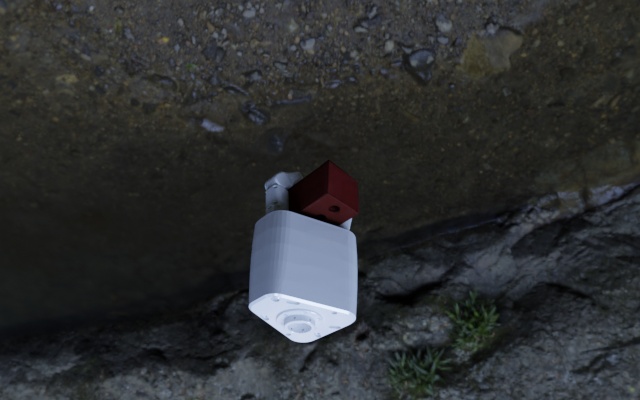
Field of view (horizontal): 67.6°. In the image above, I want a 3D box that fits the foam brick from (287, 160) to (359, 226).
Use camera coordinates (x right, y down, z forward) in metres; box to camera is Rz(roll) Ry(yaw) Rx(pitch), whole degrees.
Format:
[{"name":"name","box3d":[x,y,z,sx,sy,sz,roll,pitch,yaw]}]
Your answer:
[{"name":"foam brick","box3d":[0.000,0.002,0.559,0.053,0.051,0.078,33,-50,-31]}]
